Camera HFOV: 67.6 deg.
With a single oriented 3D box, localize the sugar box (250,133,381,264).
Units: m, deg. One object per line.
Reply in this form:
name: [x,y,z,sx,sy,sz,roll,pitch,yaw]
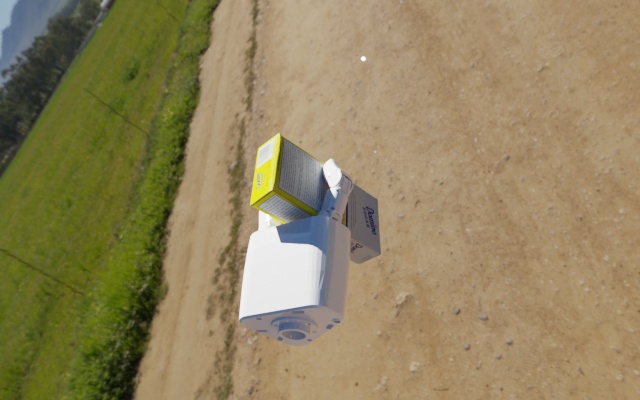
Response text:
sugar box: [0.000,0.002,0.584,0.048,0.093,0.176,-30,-49,34]
